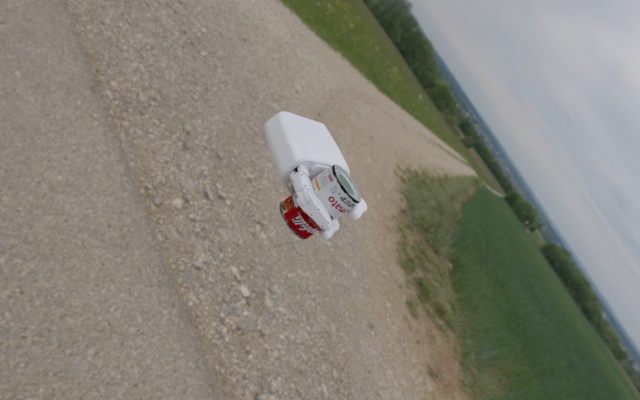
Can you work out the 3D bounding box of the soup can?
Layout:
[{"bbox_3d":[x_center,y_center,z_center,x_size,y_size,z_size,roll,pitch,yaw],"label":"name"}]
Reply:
[{"bbox_3d":[0.000,0.002,0.697,0.102,0.068,0.068,-35,-12,18],"label":"soup can"}]
